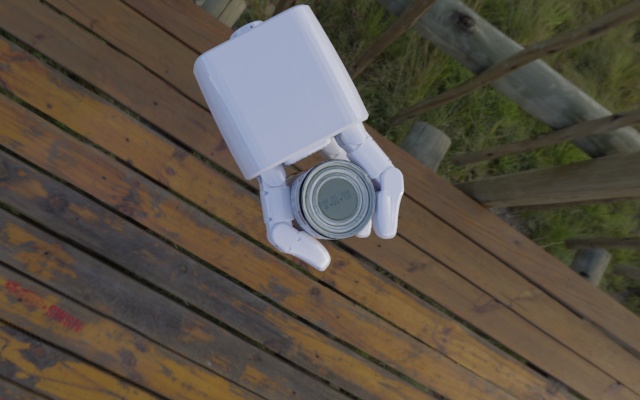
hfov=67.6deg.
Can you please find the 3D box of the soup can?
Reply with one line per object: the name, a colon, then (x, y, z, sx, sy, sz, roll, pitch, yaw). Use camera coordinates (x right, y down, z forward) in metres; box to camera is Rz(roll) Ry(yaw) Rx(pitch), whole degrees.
soup can: (0.000, 0.002, 0.434, 0.068, 0.068, 0.102, 0, -3, -18)
